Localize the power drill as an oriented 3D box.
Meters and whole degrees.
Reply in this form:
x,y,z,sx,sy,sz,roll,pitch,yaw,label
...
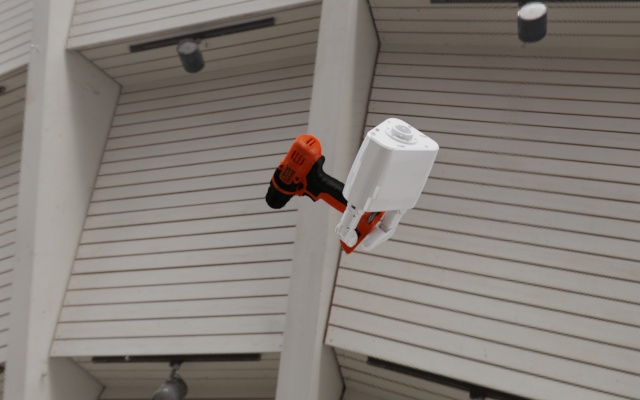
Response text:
x,y,z,sx,sy,sz,roll,pitch,yaw,label
0.001,0.003,0.793,0.057,0.187,0.184,-49,-3,-39,power drill
